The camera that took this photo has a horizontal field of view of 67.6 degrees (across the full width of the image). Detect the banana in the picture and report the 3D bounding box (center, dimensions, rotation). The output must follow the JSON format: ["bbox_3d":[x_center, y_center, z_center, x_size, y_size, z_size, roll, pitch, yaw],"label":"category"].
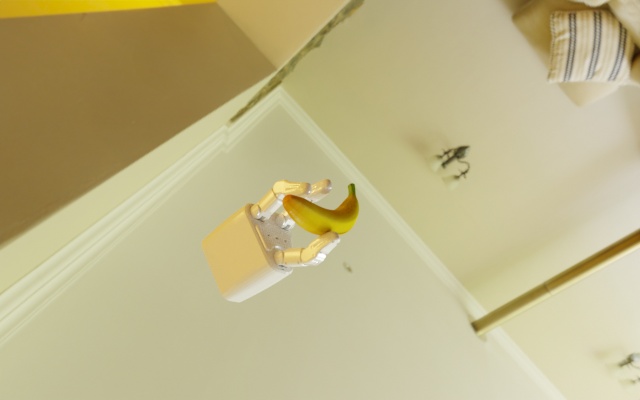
[{"bbox_3d":[0.010,0.018,0.665,0.037,0.069,0.198,-30,-8,26],"label":"banana"}]
